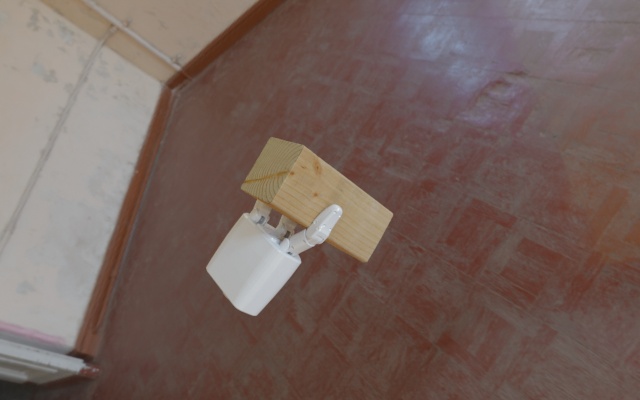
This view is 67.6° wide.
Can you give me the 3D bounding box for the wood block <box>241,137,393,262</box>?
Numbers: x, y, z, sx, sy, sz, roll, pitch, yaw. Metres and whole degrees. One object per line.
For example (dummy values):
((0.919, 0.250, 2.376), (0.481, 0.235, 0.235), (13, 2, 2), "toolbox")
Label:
((0.000, 0.003, 0.707), (0.206, 0.090, 0.091), (34, -7, -37), "wood block")
